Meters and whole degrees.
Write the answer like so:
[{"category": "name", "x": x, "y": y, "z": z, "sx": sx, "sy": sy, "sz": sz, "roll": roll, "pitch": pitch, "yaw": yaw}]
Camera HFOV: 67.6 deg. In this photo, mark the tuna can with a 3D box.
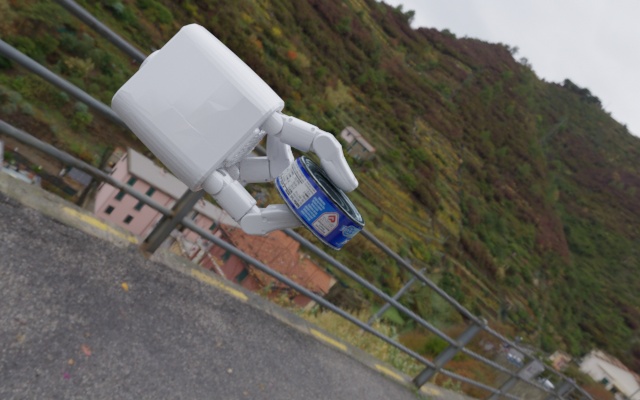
[{"category": "tuna can", "x": 0.001, "y": 0.001, "z": 0.424, "sx": 0.034, "sy": 0.086, "sz": 0.086, "roll": -42, "pitch": -9, "yaw": 10}]
